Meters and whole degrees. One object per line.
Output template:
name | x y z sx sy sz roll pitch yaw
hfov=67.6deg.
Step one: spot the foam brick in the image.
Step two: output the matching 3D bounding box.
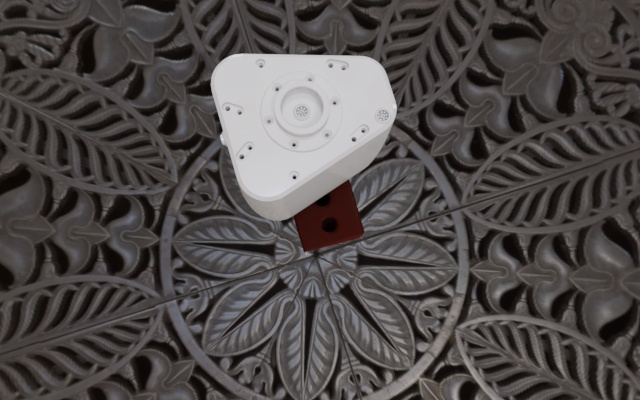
foam brick | 0.000 0.002 0.409 0.053 0.078 0.051 -16 -5 -5
